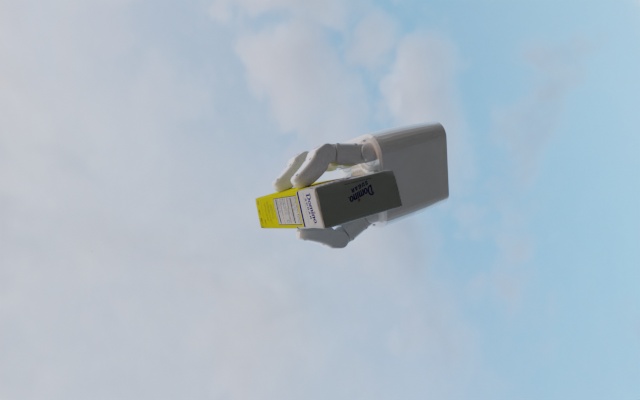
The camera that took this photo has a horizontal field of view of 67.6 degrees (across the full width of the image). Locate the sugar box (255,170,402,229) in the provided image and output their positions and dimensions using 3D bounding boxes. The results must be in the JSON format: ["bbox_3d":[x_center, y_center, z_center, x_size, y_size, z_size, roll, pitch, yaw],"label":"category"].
[{"bbox_3d":[0.000,0.001,0.530,0.093,0.048,0.176,-15,1,-27],"label":"sugar box"}]
